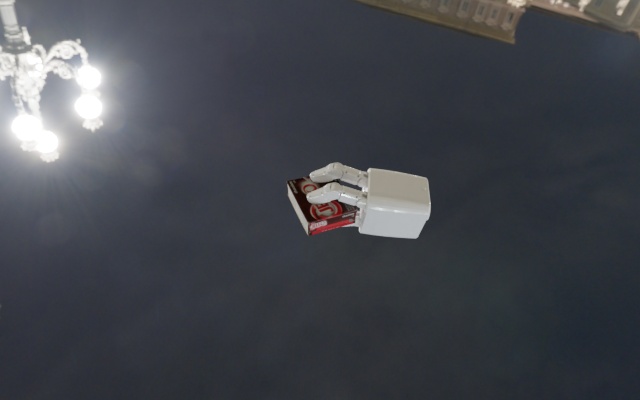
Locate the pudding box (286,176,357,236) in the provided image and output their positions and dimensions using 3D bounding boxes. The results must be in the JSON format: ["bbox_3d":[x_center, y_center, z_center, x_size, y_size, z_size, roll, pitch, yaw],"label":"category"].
[{"bbox_3d":[0.000,0.003,0.836,0.090,0.039,0.113,-14,44,-18],"label":"pudding box"}]
